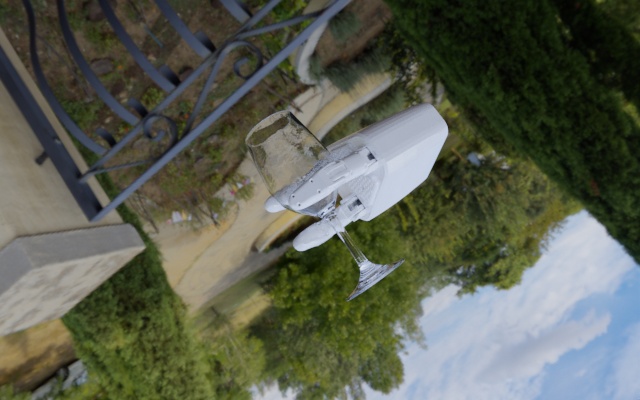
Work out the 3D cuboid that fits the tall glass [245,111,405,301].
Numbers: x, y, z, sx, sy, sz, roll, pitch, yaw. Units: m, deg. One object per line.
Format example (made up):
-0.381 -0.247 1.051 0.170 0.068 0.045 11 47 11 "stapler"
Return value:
0.000 0.002 0.506 0.079 0.201 0.079 -35 -8 -6 "tall glass"
